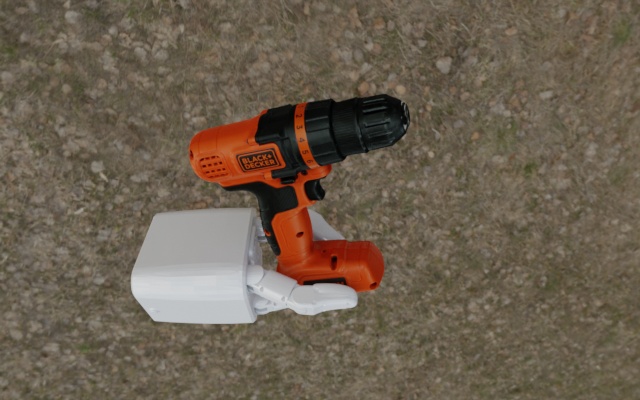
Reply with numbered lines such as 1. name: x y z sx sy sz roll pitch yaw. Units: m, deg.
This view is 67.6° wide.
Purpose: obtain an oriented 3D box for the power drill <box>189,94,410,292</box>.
1. power drill: 0.000 0.002 0.423 0.184 0.188 0.057 -8 35 19
